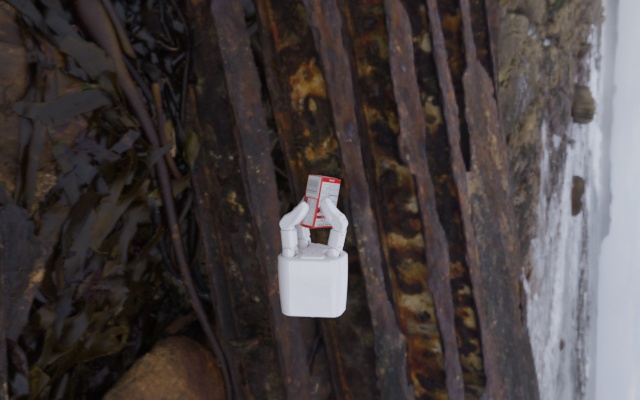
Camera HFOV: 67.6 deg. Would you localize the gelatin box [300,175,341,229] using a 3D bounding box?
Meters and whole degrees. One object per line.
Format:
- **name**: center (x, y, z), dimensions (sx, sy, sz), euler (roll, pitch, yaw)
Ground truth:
- **gelatin box**: center (0.001, 0.002, 0.820), dimensions (0.030, 0.089, 0.073), euler (12, 4, 28)
